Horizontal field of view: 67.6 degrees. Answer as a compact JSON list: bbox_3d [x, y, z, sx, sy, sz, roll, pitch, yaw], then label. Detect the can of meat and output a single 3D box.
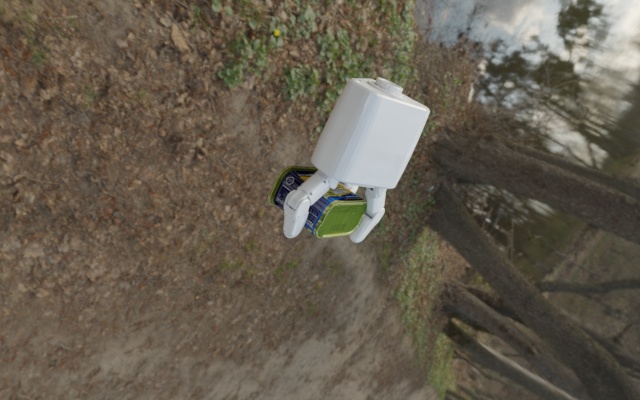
[{"bbox_3d":[0.000,0.002,0.602,0.084,0.057,0.102,37,21,29],"label":"can of meat"}]
